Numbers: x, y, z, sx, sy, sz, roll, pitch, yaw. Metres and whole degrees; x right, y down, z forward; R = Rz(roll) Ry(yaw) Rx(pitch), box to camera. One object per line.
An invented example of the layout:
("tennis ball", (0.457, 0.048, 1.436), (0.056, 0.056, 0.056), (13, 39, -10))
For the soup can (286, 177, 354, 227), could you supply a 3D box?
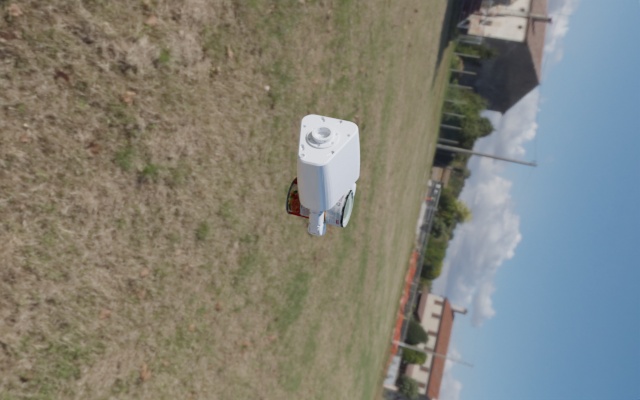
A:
("soup can", (0.000, 0.003, 0.825), (0.102, 0.068, 0.068), (14, 3, 14))
